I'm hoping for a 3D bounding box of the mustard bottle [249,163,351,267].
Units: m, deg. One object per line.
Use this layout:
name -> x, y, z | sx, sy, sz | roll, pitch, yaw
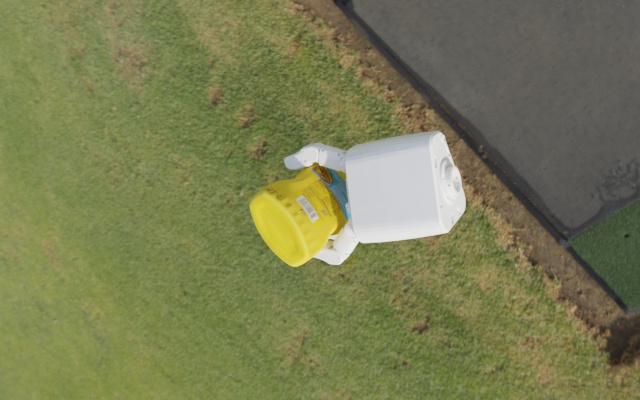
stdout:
mustard bottle -> 0.000, 0.002, 0.605 | 0.058, 0.096, 0.191 | -39, -4, 37
